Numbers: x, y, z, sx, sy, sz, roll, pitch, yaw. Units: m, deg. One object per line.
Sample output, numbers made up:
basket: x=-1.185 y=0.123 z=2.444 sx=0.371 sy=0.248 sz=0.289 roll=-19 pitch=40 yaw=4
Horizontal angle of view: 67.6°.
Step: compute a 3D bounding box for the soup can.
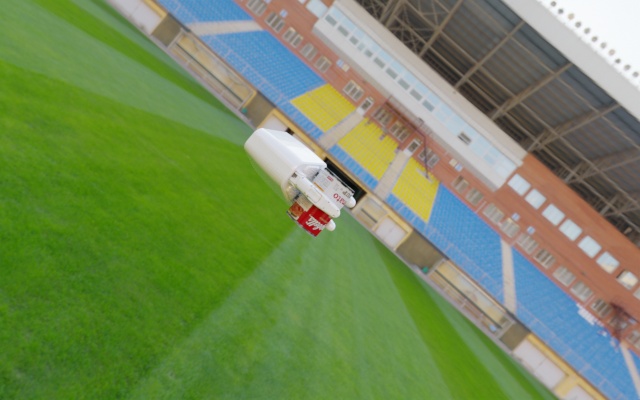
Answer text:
soup can: x=0.001 y=0.003 z=0.809 sx=0.068 sy=0.102 sz=0.068 roll=41 pitch=4 yaw=-3
